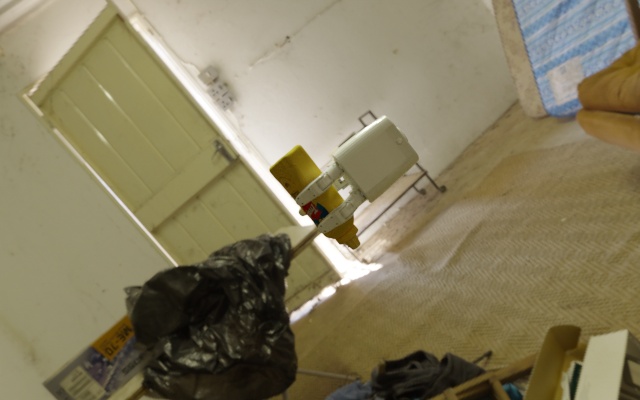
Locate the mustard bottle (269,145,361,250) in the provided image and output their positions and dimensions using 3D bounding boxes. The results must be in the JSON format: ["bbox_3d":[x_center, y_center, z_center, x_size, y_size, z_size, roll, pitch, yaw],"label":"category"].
[{"bbox_3d":[0.000,0.003,0.775,0.058,0.191,0.096,-43,7,-25],"label":"mustard bottle"}]
